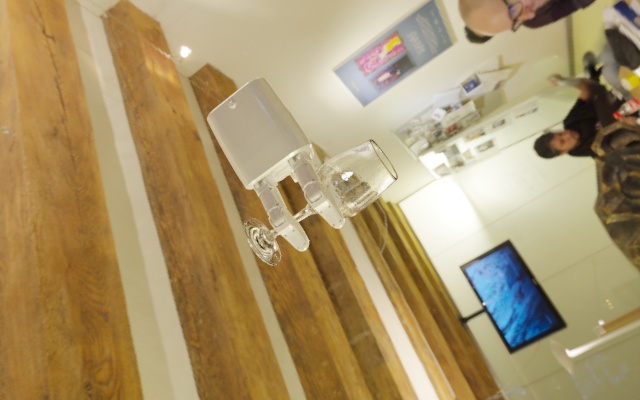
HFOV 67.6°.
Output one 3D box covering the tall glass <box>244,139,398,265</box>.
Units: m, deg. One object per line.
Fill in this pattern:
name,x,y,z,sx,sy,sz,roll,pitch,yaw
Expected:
tall glass,0.000,0.003,0.618,0.201,0.079,0.079,-34,-11,16
